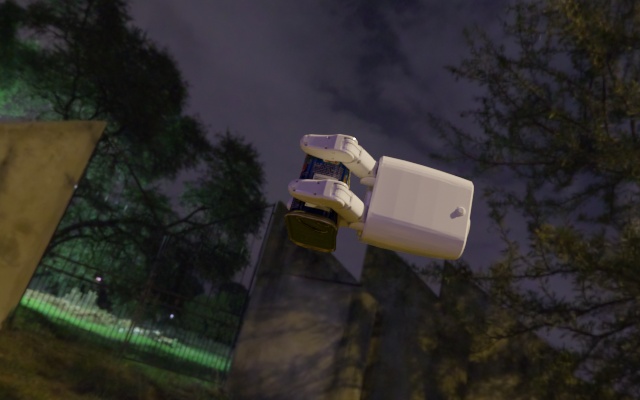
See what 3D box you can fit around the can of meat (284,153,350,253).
[{"bbox_3d":[0.000,0.002,0.545,0.057,0.084,0.102,13,-23,7],"label":"can of meat"}]
